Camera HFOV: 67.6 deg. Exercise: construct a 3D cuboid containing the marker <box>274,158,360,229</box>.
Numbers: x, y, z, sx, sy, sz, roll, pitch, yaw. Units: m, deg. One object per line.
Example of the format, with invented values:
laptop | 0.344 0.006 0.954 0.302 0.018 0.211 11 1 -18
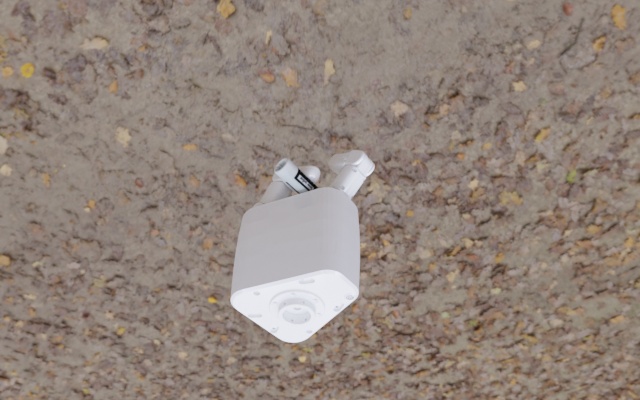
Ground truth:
marker | 0.000 0.002 0.489 0.121 0.020 0.020 43 -25 -30
